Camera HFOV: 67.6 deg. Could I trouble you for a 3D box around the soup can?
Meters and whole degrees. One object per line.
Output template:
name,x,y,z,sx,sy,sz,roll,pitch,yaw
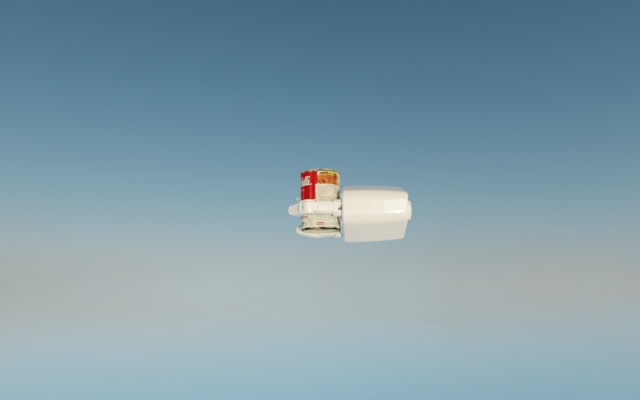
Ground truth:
soup can,0.000,0.003,0.817,0.068,0.102,0.068,-1,-10,0
